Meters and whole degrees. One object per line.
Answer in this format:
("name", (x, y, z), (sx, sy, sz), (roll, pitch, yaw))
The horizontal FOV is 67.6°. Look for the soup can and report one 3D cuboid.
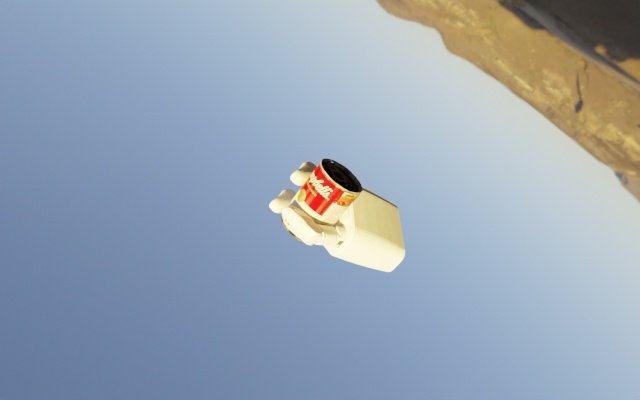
("soup can", (0.000, 0.002, 0.656), (0.068, 0.102, 0.068), (30, 27, -17))
